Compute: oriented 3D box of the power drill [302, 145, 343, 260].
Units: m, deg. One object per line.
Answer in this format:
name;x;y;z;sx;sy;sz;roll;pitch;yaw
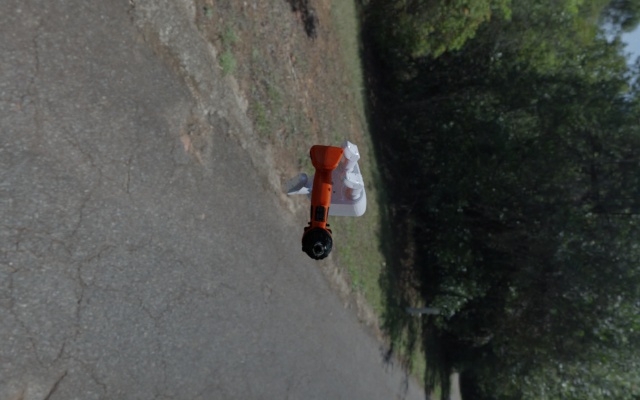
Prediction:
power drill;0.000;0.002;0.810;0.057;0.187;0.184;7;2;-4
